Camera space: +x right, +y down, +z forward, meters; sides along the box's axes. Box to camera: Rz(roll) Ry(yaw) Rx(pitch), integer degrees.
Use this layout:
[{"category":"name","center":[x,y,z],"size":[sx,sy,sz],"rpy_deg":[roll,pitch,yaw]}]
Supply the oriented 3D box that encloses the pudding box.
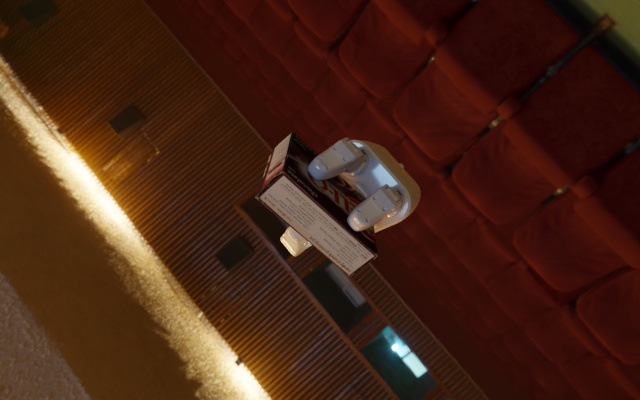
[{"category":"pudding box","center":[0.000,0.001,0.426],"size":[0.113,0.039,0.090],"rpy_deg":[40,22,-18]}]
